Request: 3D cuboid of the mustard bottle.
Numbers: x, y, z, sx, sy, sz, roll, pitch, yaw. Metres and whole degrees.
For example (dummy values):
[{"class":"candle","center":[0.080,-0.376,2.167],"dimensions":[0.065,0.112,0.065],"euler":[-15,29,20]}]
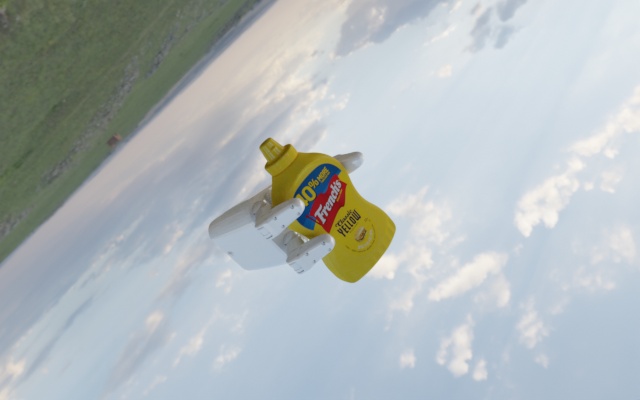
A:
[{"class":"mustard bottle","center":[0.000,0.002,0.555],"dimensions":[0.192,0.096,0.058],"euler":[47,-17,-20]}]
